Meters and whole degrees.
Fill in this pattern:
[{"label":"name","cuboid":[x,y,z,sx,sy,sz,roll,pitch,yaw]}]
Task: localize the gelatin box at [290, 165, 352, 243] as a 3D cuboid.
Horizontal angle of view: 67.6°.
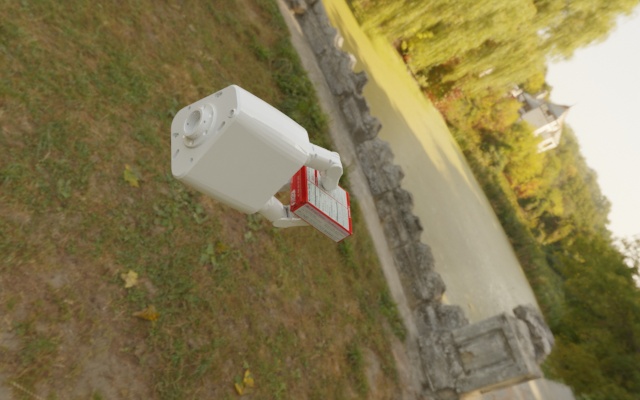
[{"label":"gelatin box","cuboid":[0.001,0.002,0.608,0.030,0.073,0.089,-34,-51,29]}]
